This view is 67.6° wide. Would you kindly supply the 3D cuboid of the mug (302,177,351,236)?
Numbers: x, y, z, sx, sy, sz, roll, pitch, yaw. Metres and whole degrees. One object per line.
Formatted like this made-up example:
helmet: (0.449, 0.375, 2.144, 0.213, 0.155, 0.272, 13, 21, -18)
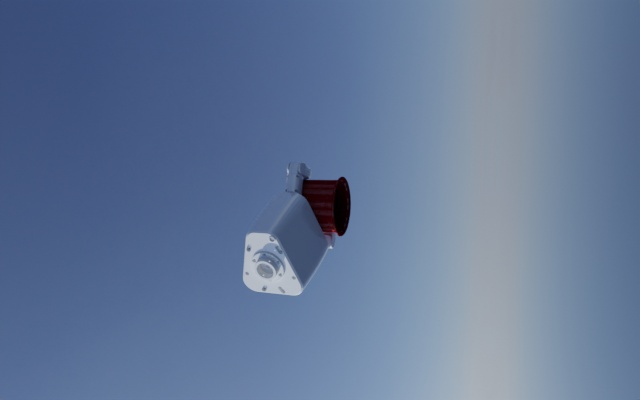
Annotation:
mug: (0.000, 0.002, 0.764, 0.081, 0.093, 0.117, 2, 29, 20)
